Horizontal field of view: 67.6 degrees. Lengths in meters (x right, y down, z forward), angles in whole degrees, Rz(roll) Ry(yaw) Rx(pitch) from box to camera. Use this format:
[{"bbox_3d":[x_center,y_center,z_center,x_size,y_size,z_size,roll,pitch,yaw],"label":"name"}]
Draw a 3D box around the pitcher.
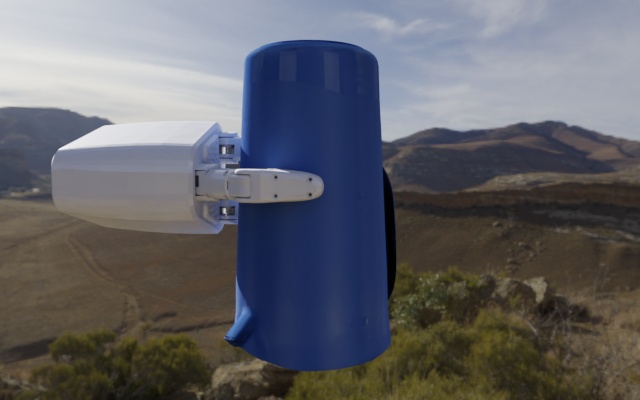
[{"bbox_3d":[0.000,0.001,0.403,0.145,0.243,0.149,1,6,2],"label":"pitcher"}]
